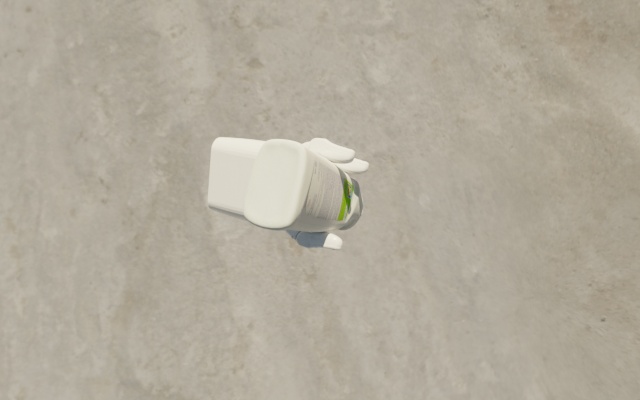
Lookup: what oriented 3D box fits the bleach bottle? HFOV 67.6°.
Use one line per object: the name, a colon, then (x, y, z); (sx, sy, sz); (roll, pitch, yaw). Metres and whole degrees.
bleach bottle: (0.000, 0.002, 0.618); (0.068, 0.102, 0.251); (12, -6, 25)
